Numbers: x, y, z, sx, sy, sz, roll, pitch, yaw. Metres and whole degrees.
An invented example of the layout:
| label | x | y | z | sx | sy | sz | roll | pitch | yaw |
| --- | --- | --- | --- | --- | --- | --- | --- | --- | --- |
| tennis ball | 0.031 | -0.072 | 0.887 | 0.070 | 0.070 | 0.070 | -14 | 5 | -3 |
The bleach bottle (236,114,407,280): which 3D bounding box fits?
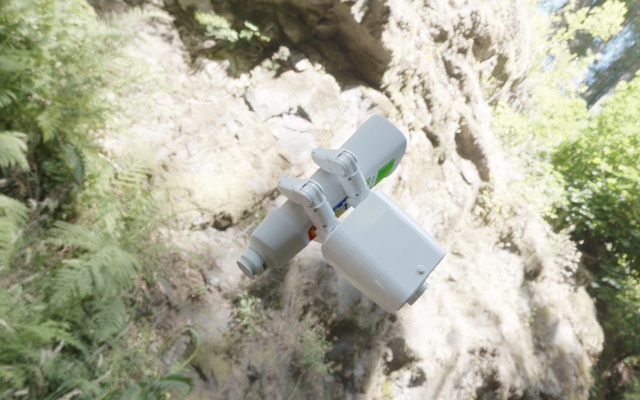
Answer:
| label | x | y | z | sx | sy | sz | roll | pitch | yaw |
| --- | --- | --- | --- | --- | --- | --- | --- | --- | --- |
| bleach bottle | 0.000 | 0.002 | 0.576 | 0.250 | 0.068 | 0.103 | -43 | -12 | -24 |
